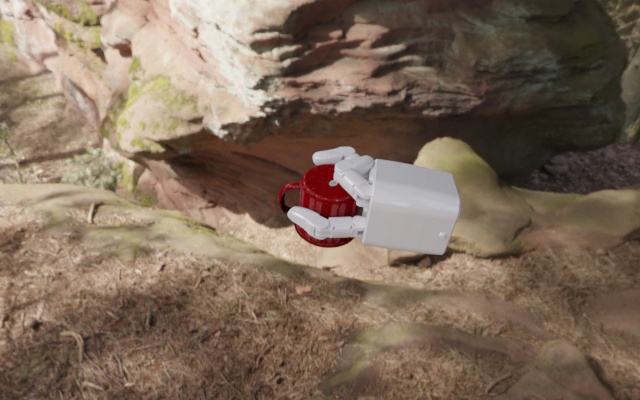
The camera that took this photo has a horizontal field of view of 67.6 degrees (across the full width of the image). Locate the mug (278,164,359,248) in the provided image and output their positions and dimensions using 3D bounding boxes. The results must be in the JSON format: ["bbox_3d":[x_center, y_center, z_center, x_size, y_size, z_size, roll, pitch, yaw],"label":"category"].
[{"bbox_3d":[-0.001,0.002,0.656,0.117,0.082,0.093,10,41,3],"label":"mug"}]
